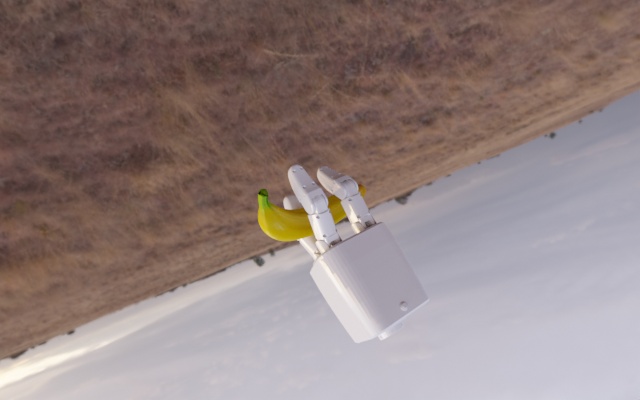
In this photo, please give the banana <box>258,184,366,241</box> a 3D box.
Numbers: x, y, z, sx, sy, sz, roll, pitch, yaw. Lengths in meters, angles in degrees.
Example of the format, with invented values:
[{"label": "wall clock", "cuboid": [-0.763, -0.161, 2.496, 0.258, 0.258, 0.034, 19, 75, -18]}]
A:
[{"label": "banana", "cuboid": [-0.011, 0.016, 0.592, 0.037, 0.070, 0.198, 48, 30, 24]}]
